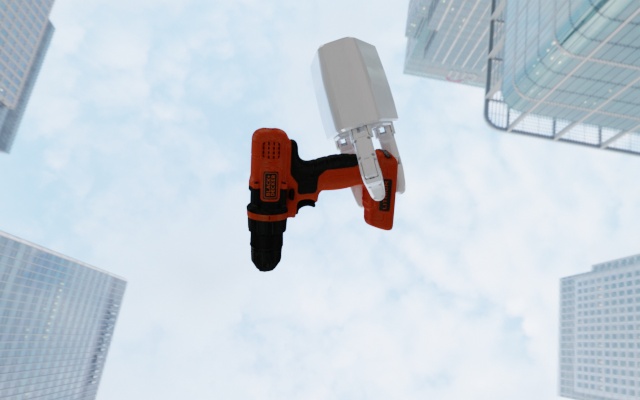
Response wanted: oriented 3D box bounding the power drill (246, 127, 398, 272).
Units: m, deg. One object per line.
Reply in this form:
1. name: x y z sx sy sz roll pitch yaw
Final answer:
1. power drill: 0.001 0.002 0.611 0.187 0.184 0.057 0 16 -13
